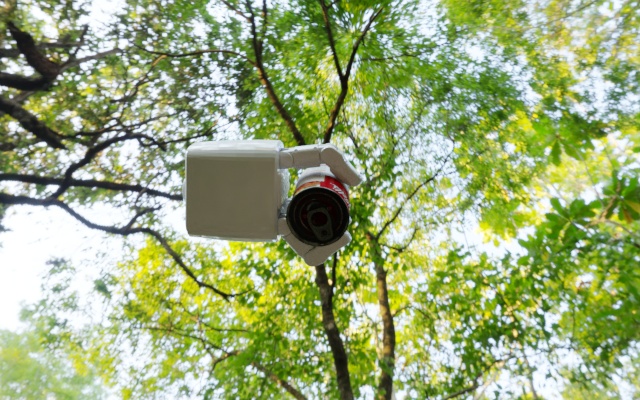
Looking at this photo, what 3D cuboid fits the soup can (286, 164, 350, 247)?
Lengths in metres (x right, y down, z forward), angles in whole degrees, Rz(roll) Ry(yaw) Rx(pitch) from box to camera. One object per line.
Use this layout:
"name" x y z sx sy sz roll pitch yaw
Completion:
"soup can" 0.001 0.002 0.551 0.068 0.068 0.102 0 19 4
